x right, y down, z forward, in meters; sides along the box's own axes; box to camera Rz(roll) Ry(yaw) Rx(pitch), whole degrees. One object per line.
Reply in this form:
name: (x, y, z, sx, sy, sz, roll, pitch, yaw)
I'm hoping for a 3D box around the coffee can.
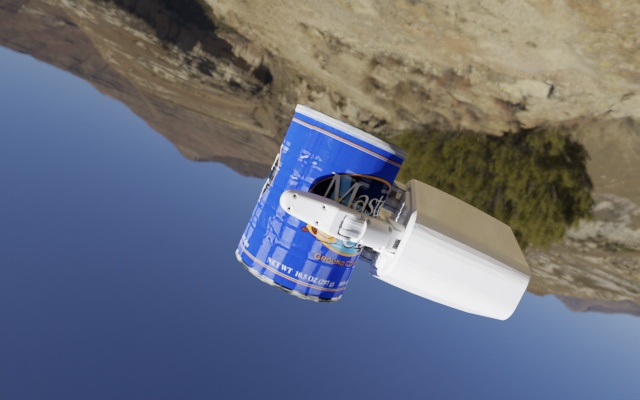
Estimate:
coffee can: (0.000, 0.001, 0.416, 0.103, 0.140, 0.103, 23, 8, -3)
